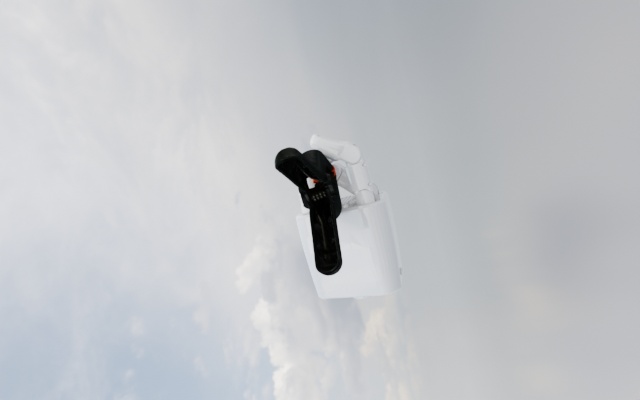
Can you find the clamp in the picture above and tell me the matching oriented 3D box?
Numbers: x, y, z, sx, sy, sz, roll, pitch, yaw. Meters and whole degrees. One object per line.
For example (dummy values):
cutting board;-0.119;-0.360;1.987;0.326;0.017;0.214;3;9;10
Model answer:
clamp;-0.001;0.002;0.482;0.039;0.120;0.171;-12;7;13
